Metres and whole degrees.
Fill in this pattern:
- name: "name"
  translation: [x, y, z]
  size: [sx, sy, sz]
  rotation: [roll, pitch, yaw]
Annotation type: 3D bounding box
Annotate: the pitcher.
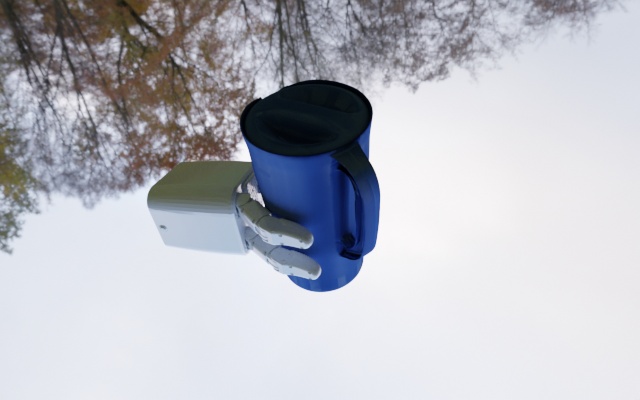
- name: "pitcher"
  translation: [0.000, 0.002, 0.546]
  size: [0.145, 0.243, 0.149]
  rotation: [3, 45, 10]
